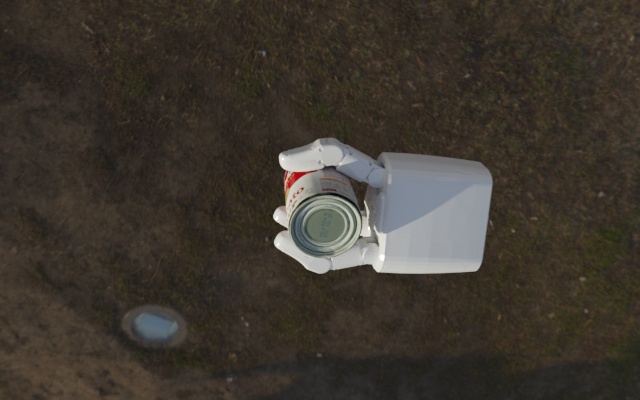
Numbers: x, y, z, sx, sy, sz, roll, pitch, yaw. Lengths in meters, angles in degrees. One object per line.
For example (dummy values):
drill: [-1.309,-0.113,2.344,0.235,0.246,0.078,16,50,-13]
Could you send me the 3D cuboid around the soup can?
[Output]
soup can: [0.000,0.002,0.462,0.068,0.068,0.102,0,27,-6]
